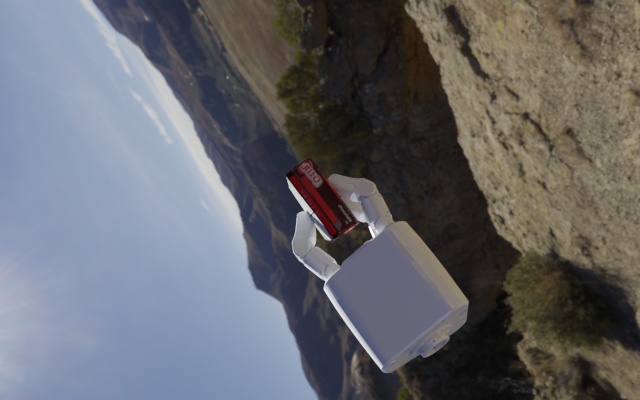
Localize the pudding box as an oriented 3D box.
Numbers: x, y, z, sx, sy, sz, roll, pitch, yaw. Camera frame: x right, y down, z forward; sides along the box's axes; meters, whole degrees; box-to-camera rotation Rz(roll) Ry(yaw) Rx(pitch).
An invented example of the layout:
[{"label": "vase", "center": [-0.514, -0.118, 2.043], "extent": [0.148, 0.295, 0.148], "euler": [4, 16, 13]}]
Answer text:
[{"label": "pudding box", "center": [0.000, 0.002, 0.557], "extent": [0.039, 0.090, 0.113], "euler": [-35, -3, -6]}]
